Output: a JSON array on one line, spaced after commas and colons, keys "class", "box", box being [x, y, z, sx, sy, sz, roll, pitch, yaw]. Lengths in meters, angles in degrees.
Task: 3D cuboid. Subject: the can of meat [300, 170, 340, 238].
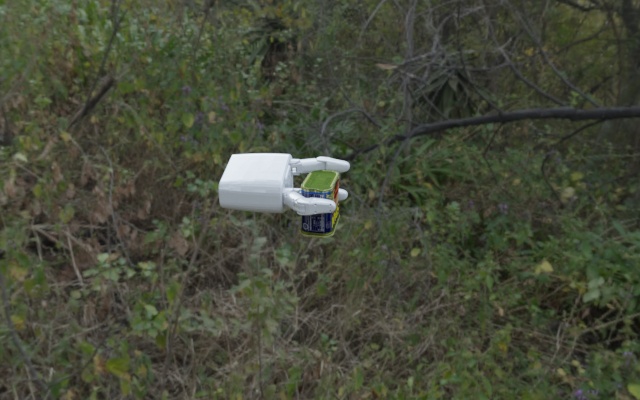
[{"class": "can of meat", "box": [0.000, 0.002, 0.800, 0.057, 0.084, 0.102, 4, 23, 10]}]
